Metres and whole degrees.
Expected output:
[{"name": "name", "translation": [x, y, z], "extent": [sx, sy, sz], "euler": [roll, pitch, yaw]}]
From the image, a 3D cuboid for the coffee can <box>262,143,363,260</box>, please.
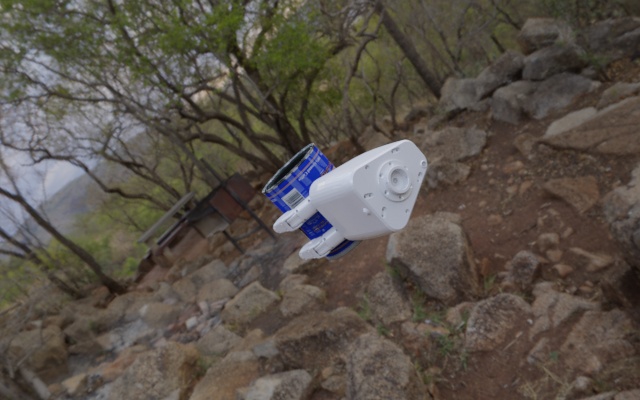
[{"name": "coffee can", "translation": [0.000, 0.002, 0.696], "extent": [0.103, 0.140, 0.102], "euler": [-41, 13, 12]}]
